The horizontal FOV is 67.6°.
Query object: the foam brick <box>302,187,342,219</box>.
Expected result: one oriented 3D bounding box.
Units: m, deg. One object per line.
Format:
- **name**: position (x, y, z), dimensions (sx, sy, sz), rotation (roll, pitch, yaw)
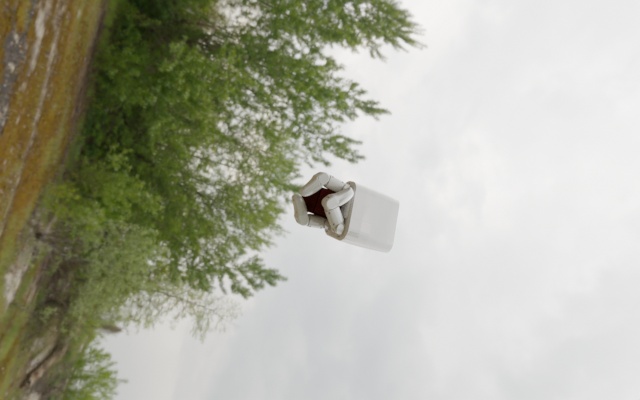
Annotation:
- **foam brick**: position (0.000, 0.003, 0.895), dimensions (0.051, 0.053, 0.078), rotation (19, 0, -23)
